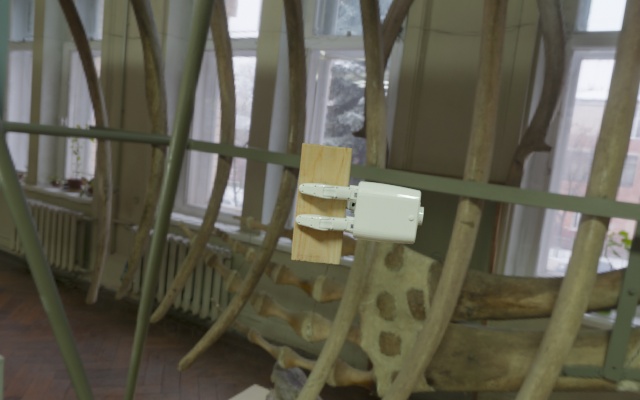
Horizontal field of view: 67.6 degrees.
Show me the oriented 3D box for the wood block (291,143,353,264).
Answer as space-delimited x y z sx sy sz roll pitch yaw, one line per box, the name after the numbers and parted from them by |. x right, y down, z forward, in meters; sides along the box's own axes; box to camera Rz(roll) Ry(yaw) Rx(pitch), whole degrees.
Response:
0.001 0.003 0.875 0.090 0.206 0.091 6 6 -2 | wood block
